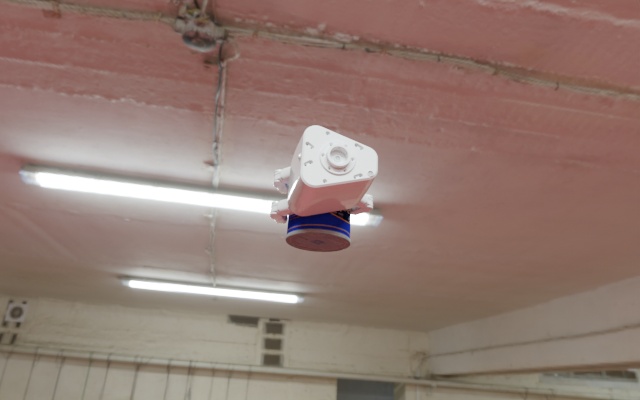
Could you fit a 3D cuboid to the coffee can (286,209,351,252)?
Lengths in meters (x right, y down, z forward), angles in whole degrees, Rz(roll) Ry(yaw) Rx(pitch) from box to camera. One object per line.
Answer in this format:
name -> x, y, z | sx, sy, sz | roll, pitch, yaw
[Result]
coffee can -> 0.000, 0.003, 0.777 | 0.103, 0.140, 0.103 | 3, -22, 1
